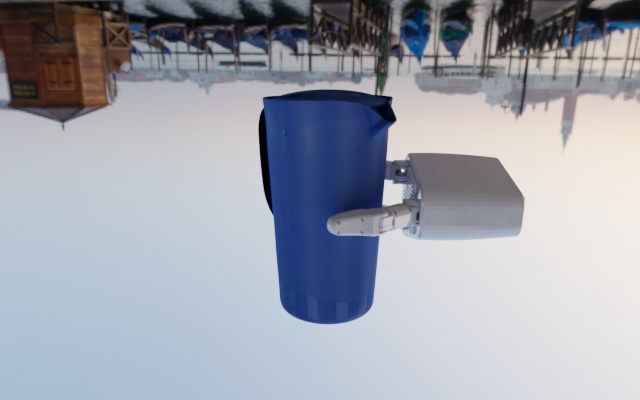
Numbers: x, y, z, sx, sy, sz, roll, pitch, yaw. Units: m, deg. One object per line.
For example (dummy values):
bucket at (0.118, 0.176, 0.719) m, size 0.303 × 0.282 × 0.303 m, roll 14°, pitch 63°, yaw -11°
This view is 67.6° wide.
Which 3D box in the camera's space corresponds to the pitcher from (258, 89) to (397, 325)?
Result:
pitcher at (0.000, 0.002, 0.526) m, size 0.145 × 0.243 × 0.149 m, roll 0°, pitch 15°, yaw -2°
